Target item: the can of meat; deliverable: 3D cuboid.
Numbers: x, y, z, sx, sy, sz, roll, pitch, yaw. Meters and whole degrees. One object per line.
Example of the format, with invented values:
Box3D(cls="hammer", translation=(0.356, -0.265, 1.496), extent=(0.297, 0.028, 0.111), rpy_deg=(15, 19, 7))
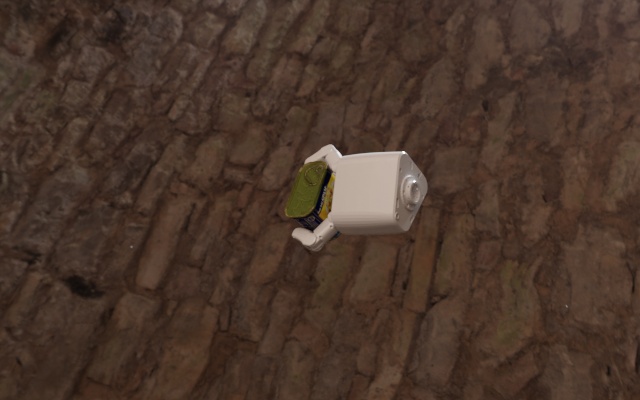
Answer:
Box3D(cls="can of meat", translation=(0.000, 0.003, 0.756), extent=(0.057, 0.102, 0.084), rpy_deg=(-5, -34, 39))
